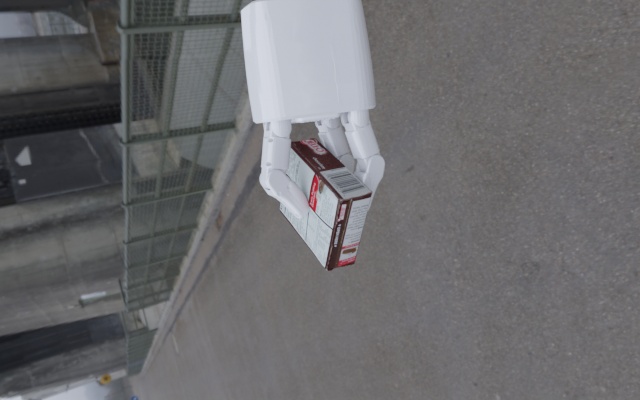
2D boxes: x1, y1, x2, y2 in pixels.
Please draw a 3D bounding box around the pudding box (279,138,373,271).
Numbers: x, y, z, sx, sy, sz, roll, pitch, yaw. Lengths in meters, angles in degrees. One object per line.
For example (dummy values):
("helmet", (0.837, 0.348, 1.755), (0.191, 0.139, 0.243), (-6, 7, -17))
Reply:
("pudding box", (0.000, 0.002, 0.489), (0.039, 0.090, 0.113), (-11, 39, -27))
